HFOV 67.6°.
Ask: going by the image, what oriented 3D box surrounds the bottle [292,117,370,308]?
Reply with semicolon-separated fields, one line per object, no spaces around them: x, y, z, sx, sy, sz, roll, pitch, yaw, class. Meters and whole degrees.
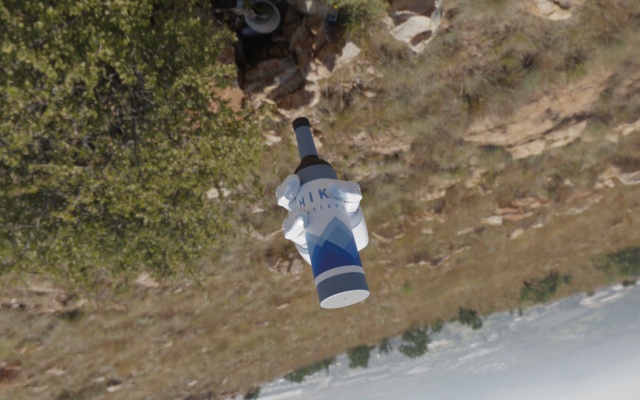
0.000;0.002;0.687;0.069;0.295;0.069;-11;-28;-6;bottle
